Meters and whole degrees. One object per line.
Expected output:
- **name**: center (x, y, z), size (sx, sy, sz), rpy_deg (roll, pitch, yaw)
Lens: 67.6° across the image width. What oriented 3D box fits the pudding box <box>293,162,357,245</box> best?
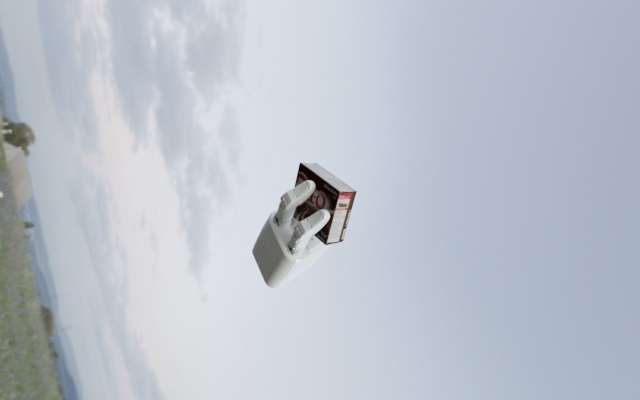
- **pudding box**: center (0.000, 0.002, 0.738), size (0.039, 0.090, 0.113), rpy_deg (-6, 30, -38)
